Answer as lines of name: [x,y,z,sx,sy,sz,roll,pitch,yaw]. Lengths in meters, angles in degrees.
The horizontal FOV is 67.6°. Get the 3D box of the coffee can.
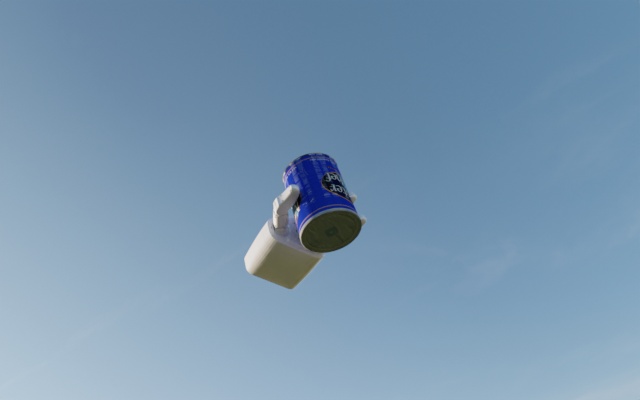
coffee can: [0.000,0.003,0.809,0.103,0.140,0.103,-11,-42,-10]
